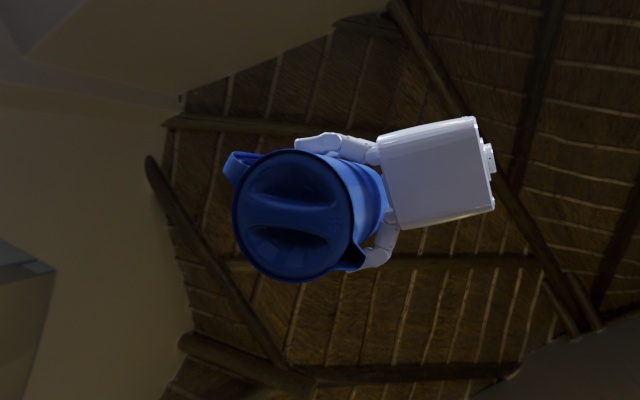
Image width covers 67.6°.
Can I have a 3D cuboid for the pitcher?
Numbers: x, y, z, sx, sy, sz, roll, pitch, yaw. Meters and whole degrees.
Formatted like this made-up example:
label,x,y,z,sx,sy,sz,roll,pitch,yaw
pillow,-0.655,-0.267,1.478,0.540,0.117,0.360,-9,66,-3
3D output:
label,x,y,z,sx,sy,sz,roll,pitch,yaw
pitcher,0.000,0.002,0.579,0.145,0.149,0.243,-12,0,20
